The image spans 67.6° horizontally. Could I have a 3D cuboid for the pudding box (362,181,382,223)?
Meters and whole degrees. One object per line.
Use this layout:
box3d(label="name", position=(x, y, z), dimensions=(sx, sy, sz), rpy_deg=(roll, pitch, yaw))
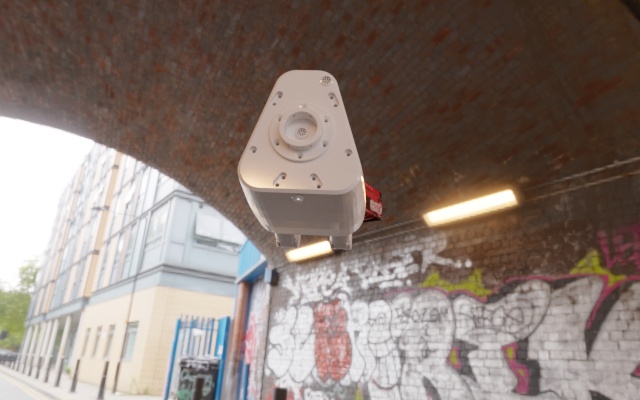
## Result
box3d(label="pudding box", position=(0.000, 0.002, 0.529), dimensions=(0.113, 0.039, 0.090), rpy_deg=(-8, -22, 31))
